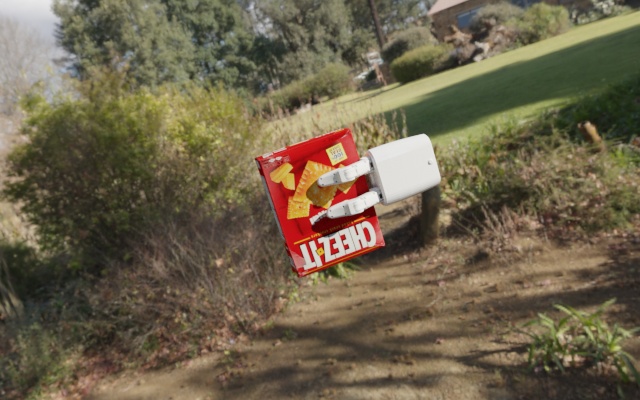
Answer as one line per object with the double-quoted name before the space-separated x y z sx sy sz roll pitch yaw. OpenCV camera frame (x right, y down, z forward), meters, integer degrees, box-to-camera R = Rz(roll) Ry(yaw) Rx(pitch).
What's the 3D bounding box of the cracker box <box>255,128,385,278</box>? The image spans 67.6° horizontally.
"cracker box" 0.000 0.002 0.816 0.164 0.214 0.072 -19 10 -9
